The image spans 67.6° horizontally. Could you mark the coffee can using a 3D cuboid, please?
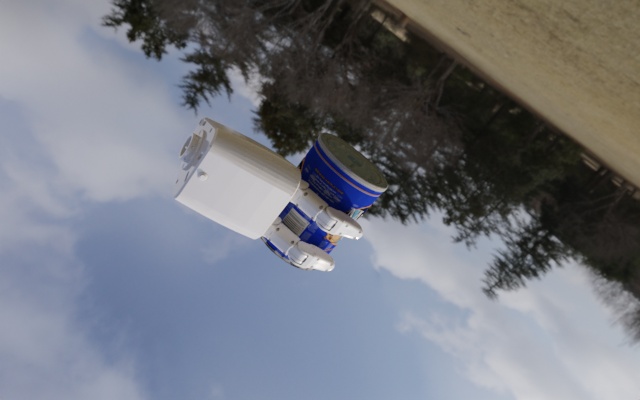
[{"bbox_3d":[0.000,0.002,0.594,0.103,0.140,0.102,34,20,-14],"label":"coffee can"}]
